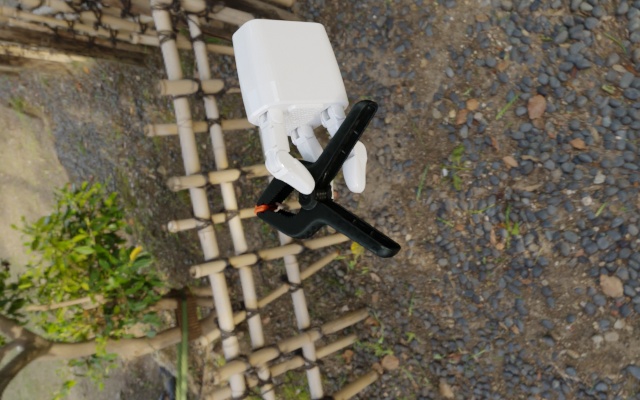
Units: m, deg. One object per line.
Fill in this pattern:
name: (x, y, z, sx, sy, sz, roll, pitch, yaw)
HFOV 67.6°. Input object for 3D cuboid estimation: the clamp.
clamp: (-0.001, 0.002, 0.545, 0.036, 0.164, 0.210, 1, -18, -46)
